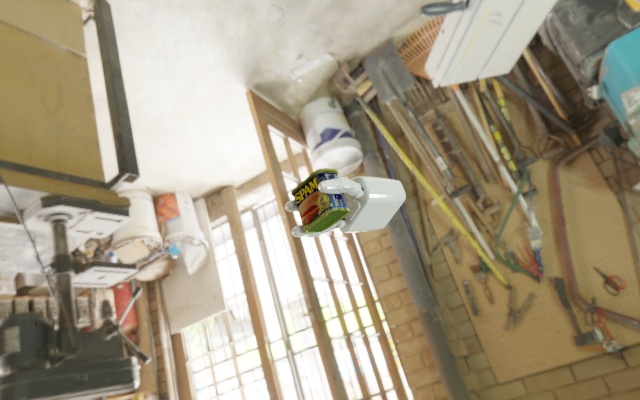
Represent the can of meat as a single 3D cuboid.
[{"bbox_3d":[0.000,0.003,0.870,0.057,0.084,0.102,2,-29,-41],"label":"can of meat"}]
